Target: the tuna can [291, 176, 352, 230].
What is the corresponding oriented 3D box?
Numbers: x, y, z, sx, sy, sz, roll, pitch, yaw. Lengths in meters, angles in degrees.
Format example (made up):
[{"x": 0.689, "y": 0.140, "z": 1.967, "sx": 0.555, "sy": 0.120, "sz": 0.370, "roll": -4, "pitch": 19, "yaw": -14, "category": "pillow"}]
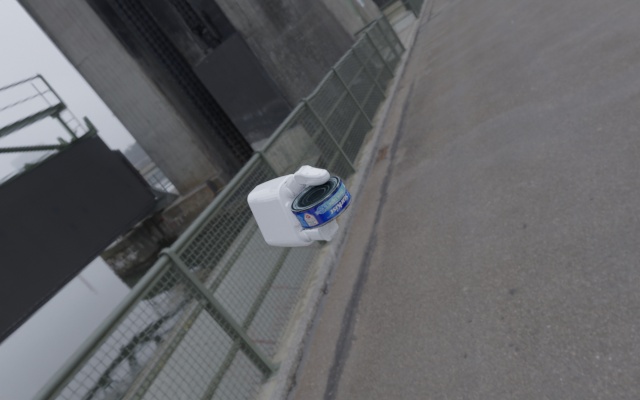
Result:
[{"x": 0.000, "y": 0.002, "z": 0.688, "sx": 0.086, "sy": 0.034, "sz": 0.086, "roll": -29, "pitch": 21, "yaw": 12, "category": "tuna can"}]
